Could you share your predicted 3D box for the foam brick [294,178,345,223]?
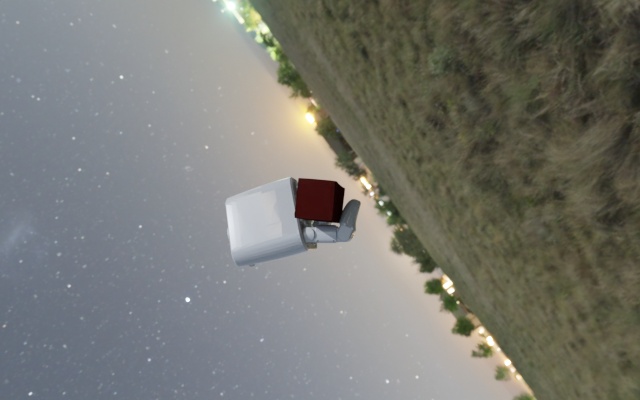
[{"bbox_3d":[0.000,0.002,0.635,0.051,0.053,0.078,6,-4,11],"label":"foam brick"}]
